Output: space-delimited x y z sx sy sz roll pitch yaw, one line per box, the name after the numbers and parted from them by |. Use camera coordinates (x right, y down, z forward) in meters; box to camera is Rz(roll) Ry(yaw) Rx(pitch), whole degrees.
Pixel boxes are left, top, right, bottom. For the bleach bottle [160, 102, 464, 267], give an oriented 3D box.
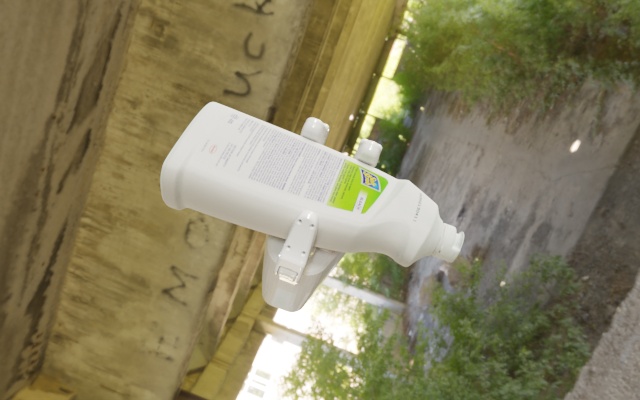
0.000 0.001 0.416 0.251 0.102 0.068 21 -36 2 | bleach bottle
